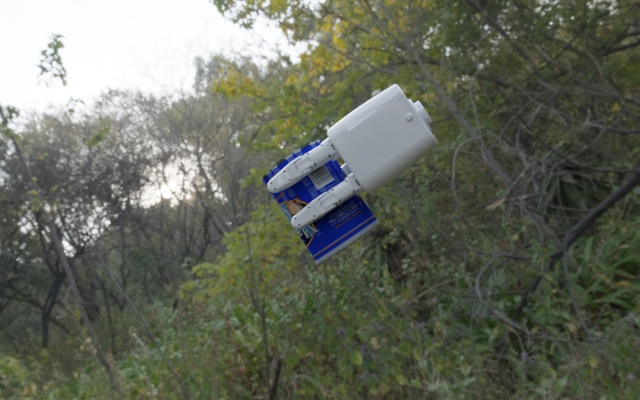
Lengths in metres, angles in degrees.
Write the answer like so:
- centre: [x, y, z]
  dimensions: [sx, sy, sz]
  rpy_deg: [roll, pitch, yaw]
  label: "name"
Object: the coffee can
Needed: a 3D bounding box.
- centre: [0.000, 0.002, 0.656]
  dimensions: [0.103, 0.140, 0.103]
  rpy_deg: [-34, -5, -3]
  label: "coffee can"
